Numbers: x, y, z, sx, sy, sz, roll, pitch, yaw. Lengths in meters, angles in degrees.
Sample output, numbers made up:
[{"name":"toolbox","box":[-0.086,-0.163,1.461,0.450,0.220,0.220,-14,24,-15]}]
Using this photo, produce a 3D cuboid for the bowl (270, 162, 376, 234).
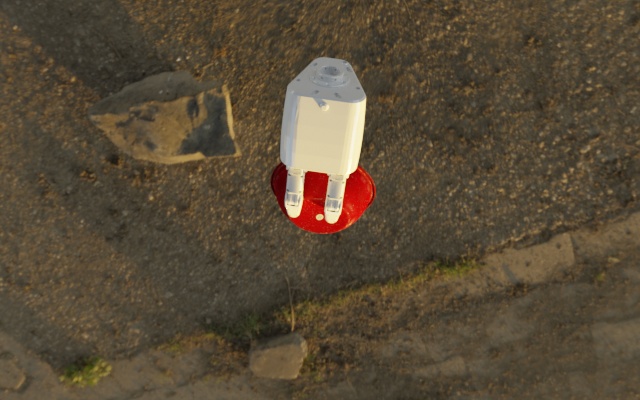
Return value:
[{"name":"bowl","box":[0.000,0.004,0.716,0.162,0.055,0.162,5,-36,4]}]
